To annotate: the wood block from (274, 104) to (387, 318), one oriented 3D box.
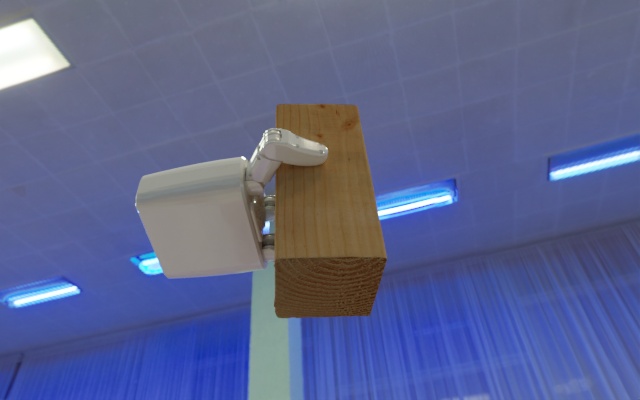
[{"bbox_3d":[0.000,0.001,0.471,0.090,0.206,0.091,0,-43,-5],"label":"wood block"}]
